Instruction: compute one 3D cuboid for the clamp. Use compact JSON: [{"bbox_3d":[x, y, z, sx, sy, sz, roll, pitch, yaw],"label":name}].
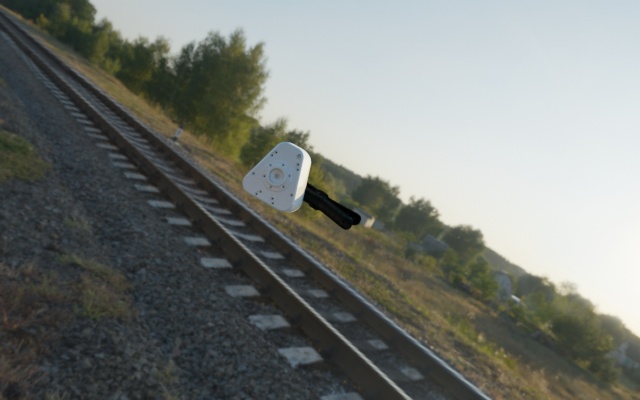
[{"bbox_3d":[0.000,0.002,0.887,0.171,0.039,0.120,30,2,2],"label":"clamp"}]
